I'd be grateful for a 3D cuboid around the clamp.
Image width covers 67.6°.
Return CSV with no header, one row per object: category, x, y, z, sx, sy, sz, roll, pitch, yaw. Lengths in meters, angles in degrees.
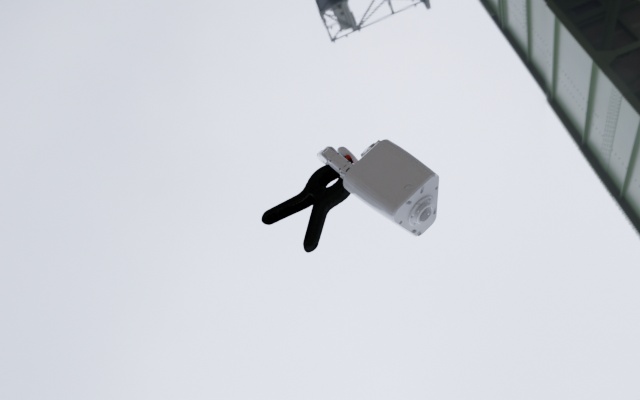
clamp,0.000,0.003,0.730,0.120,0.171,0.039,41,-9,39
